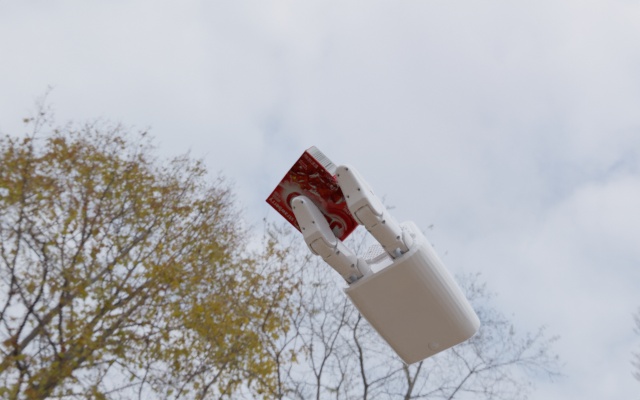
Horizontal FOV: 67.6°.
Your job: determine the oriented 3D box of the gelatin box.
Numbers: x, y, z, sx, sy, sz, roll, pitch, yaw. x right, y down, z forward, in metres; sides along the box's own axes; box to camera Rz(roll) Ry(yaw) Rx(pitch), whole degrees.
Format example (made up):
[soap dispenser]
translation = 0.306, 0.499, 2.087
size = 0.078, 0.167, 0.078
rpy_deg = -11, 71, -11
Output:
[gelatin box]
translation = 0.000, 0.001, 0.483
size = 0.073, 0.089, 0.030
rpy_deg = -49, -3, 27
